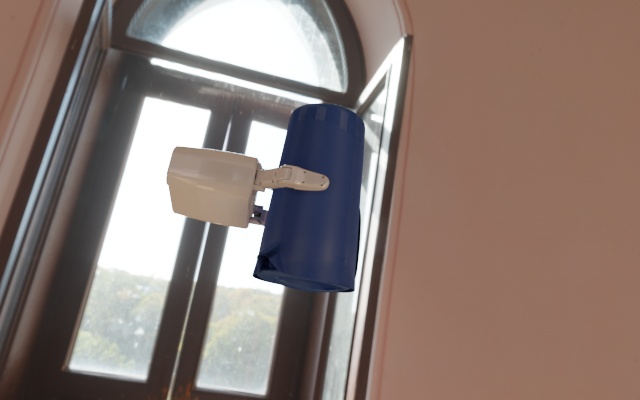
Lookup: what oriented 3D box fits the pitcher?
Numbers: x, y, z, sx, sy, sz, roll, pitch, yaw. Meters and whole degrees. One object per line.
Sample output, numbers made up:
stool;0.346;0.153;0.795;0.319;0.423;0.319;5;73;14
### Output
pitcher;0.000;0.002;0.650;0.145;0.242;0.149;10;-16;-4
